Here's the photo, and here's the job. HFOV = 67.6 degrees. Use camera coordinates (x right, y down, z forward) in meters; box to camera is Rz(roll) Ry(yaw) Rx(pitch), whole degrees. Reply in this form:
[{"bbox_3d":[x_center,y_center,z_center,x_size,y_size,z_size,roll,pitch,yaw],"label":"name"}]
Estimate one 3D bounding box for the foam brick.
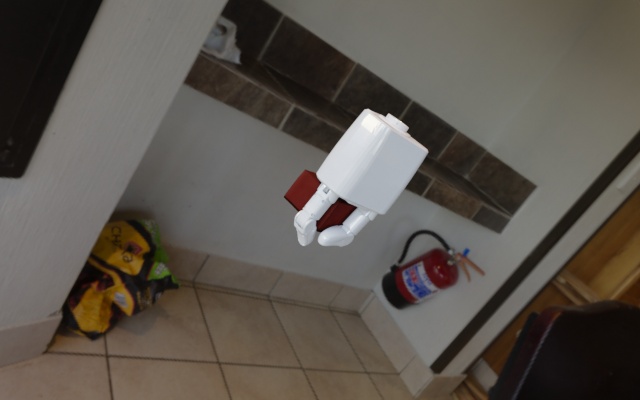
[{"bbox_3d":[0.000,0.002,0.662,0.078,0.051,0.053,44,16,28],"label":"foam brick"}]
